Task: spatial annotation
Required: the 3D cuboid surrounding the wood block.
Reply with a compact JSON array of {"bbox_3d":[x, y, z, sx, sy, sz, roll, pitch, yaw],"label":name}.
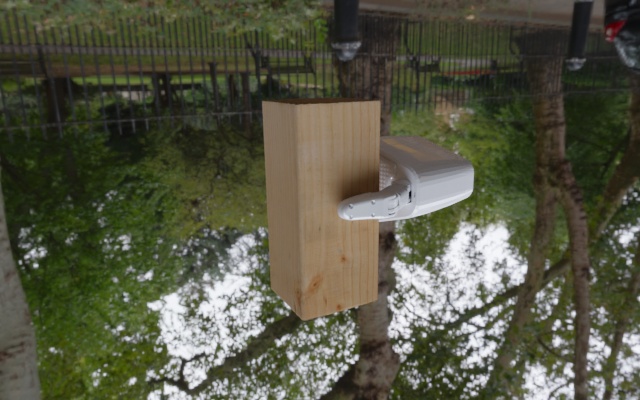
[{"bbox_3d":[0.001,0.002,0.490,0.090,0.206,0.091,-9,16,-27],"label":"wood block"}]
